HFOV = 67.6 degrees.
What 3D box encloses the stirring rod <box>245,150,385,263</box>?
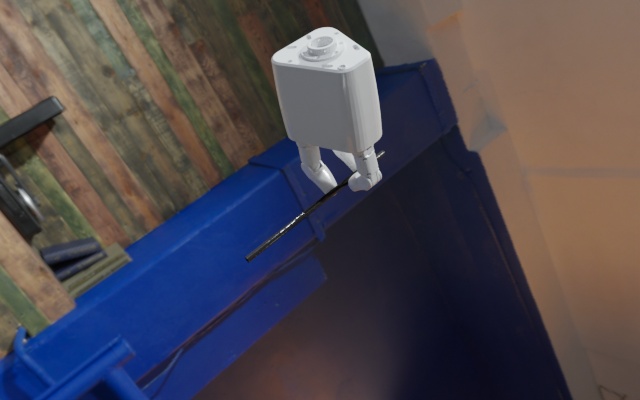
[{"bbox_3d":[0.000,0.002,0.609,0.239,0.011,0.011,-38,18,-24],"label":"stirring rod"}]
